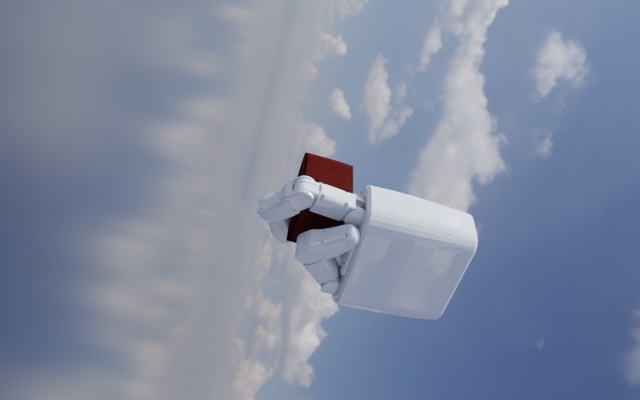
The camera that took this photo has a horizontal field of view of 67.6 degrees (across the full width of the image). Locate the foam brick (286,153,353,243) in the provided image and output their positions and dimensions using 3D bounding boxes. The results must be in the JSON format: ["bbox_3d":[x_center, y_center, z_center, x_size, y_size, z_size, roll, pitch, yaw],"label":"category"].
[{"bbox_3d":[0.000,0.001,0.470,0.051,0.078,0.053,13,-45,-8],"label":"foam brick"}]
